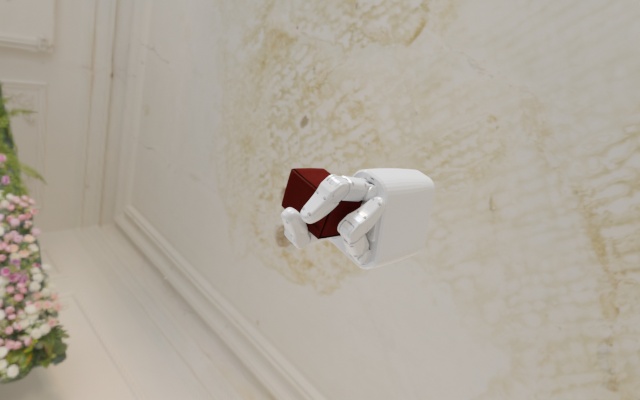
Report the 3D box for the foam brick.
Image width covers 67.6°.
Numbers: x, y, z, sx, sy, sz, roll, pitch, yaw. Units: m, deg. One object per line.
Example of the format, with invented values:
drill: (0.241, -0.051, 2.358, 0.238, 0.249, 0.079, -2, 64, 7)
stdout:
foam brick: (0.000, 0.002, 0.565, 0.051, 0.053, 0.078, -7, 36, -43)
